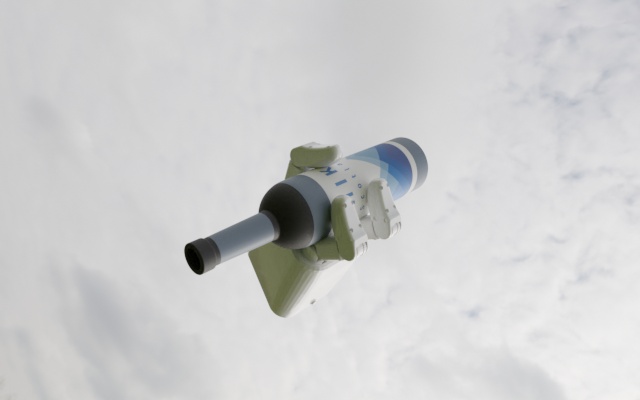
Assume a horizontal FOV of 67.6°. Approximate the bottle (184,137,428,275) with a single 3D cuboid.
[{"bbox_3d":[0.000,0.001,0.473,0.069,0.069,0.295,0,18,46],"label":"bottle"}]
